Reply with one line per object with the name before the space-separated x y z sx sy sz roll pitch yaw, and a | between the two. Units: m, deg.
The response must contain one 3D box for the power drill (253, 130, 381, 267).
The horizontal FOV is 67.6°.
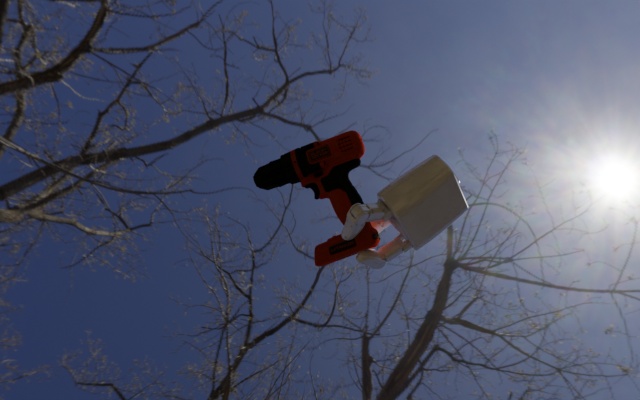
power drill | 0.001 0.003 0.738 0.184 0.187 0.057 -20 -9 13
